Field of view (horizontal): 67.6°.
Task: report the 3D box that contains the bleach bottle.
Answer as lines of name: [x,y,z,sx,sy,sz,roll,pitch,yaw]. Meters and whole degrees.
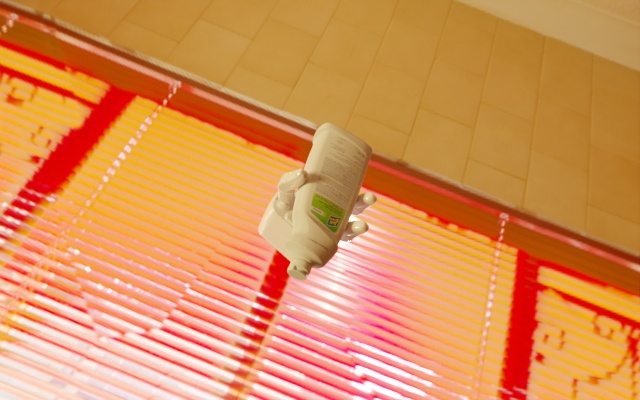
bleach bottle: [0.000,0.002,0.730,0.102,0.250,0.068,28,-32,-8]
